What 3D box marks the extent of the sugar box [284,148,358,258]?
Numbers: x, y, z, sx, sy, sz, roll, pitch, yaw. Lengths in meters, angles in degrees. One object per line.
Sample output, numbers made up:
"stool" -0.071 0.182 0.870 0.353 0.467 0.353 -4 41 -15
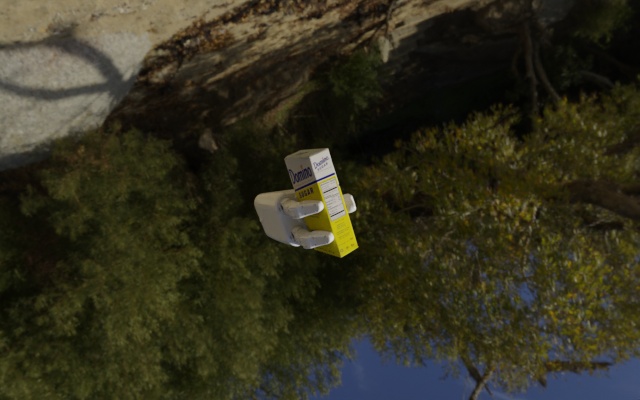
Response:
"sugar box" 0.000 0.003 0.800 0.048 0.176 0.093 -28 16 -26
